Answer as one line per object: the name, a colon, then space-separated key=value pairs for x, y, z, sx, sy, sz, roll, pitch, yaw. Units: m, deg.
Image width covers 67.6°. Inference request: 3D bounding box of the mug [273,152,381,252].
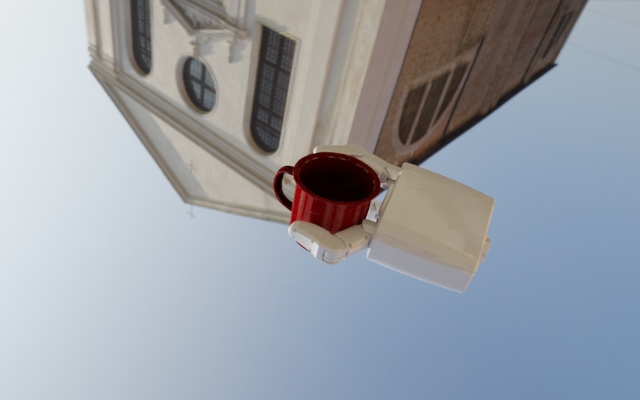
mug: x=-0.001 y=0.001 z=0.523 sx=0.117 sy=0.082 sz=0.093 roll=22 pitch=39 yaw=12
